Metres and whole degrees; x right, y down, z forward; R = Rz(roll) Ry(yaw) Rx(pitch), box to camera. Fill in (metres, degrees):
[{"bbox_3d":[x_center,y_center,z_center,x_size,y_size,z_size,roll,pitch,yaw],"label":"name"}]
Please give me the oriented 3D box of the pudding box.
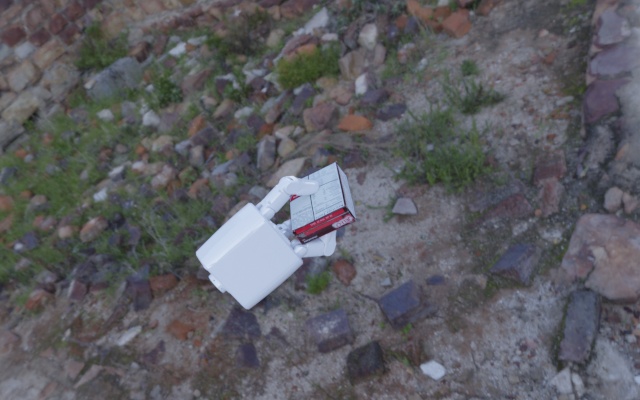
[{"bbox_3d":[0.000,0.002,0.712,0.090,0.113,0.039,-25,-50,14],"label":"pudding box"}]
